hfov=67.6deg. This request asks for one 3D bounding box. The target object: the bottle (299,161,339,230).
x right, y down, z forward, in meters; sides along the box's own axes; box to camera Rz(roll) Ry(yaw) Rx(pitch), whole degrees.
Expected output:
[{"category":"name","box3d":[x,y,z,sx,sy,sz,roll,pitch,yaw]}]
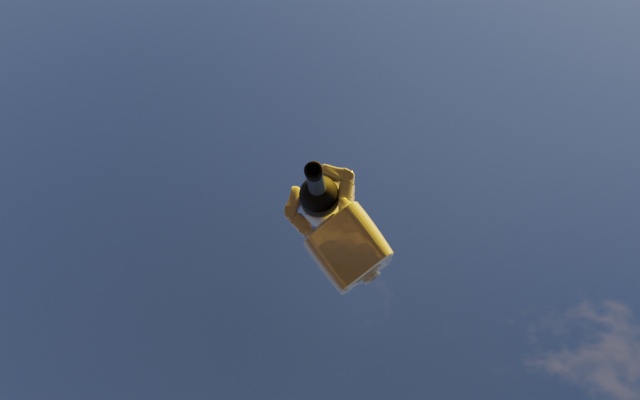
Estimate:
[{"category":"bottle","box3d":[0.000,0.003,0.821,0.069,0.069,0.296,0,-19,4]}]
